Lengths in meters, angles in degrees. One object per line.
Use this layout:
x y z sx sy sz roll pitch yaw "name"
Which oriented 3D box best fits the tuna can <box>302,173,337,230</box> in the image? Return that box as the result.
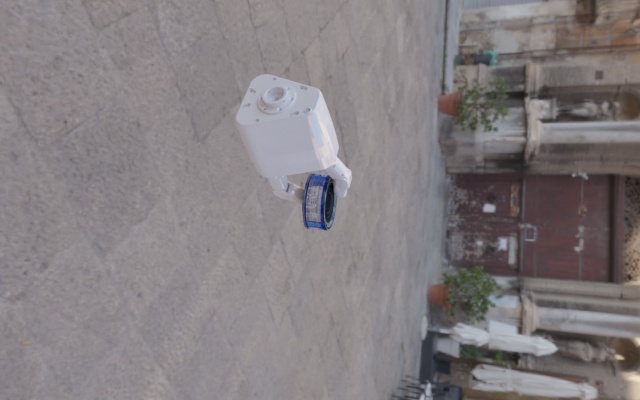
0.001 0.002 0.724 0.034 0.086 0.086 5 1 14 "tuna can"
